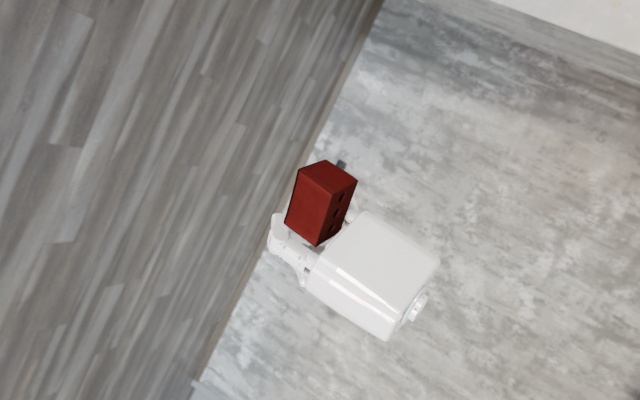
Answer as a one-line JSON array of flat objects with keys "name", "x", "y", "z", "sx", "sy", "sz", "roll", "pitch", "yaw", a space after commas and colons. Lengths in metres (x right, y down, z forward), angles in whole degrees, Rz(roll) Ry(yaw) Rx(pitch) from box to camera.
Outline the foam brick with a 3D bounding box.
[{"name": "foam brick", "x": 0.000, "y": 0.002, "z": 0.546, "sx": 0.051, "sy": 0.078, "sz": 0.053, "roll": 34, "pitch": 37, "yaw": 24}]
